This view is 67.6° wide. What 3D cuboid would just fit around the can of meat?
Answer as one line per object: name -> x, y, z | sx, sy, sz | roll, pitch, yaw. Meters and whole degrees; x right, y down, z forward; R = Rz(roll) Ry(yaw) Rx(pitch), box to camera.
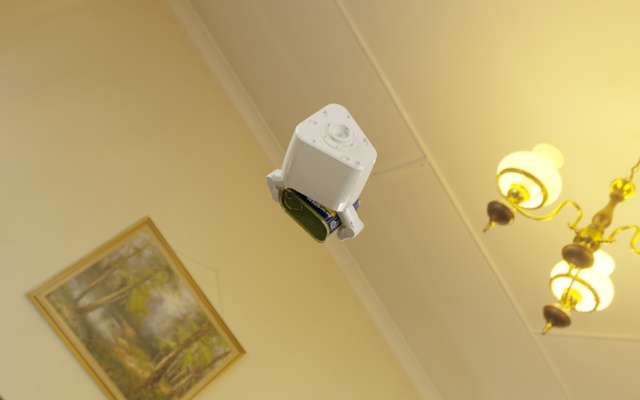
can of meat -> 0.000, 0.002, 0.755 | 0.084, 0.102, 0.057 | -39, -18, -31
